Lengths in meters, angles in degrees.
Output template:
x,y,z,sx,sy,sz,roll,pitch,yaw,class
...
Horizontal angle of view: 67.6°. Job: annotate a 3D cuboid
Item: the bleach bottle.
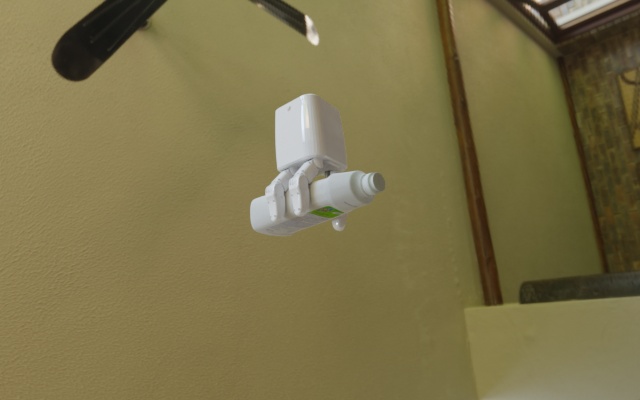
x,y,z,sx,sy,sz,roll,pitch,yaw,class
0.000,0.003,0.757,0.102,0.068,0.251,8,-19,-44,bleach bottle
